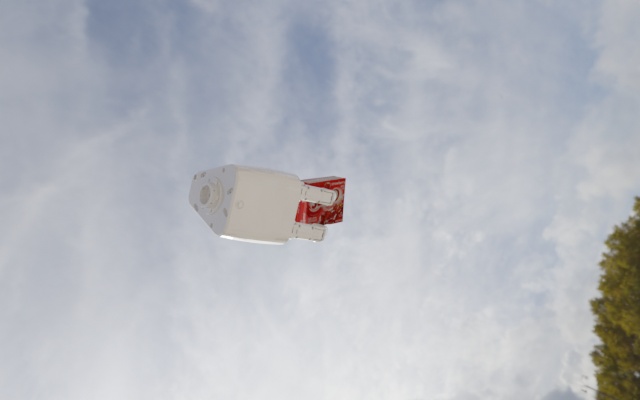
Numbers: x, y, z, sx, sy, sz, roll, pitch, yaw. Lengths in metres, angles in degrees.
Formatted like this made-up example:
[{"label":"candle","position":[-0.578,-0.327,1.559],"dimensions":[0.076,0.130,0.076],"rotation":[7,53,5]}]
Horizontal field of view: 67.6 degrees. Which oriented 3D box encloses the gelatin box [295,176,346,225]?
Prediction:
[{"label":"gelatin box","position":[0.000,0.002,0.743],"dimensions":[0.030,0.073,0.089],"rotation":[15,17,41]}]
